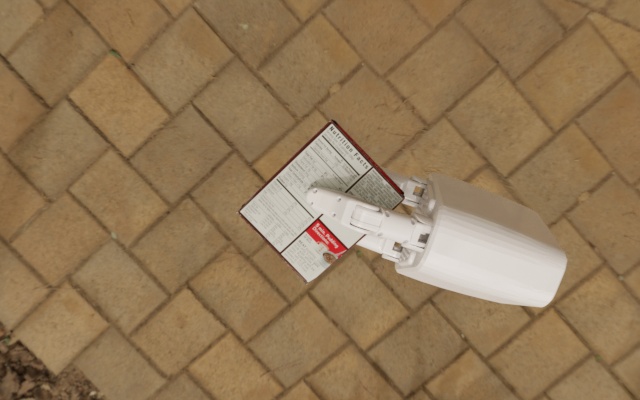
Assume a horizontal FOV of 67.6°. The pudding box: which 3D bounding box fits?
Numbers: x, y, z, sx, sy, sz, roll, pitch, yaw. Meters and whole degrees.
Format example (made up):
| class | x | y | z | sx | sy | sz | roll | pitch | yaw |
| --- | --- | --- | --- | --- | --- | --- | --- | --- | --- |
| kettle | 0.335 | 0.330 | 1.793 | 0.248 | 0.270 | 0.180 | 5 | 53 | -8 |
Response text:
| class | x | y | z | sx | sy | sz | roll | pitch | yaw |
| --- | --- | --- | --- | --- | --- | --- | --- | --- | --- |
| pudding box | 0.000 | 0.001 | 0.403 | 0.113 | 0.090 | 0.039 | -43 | 4 | 5 |
